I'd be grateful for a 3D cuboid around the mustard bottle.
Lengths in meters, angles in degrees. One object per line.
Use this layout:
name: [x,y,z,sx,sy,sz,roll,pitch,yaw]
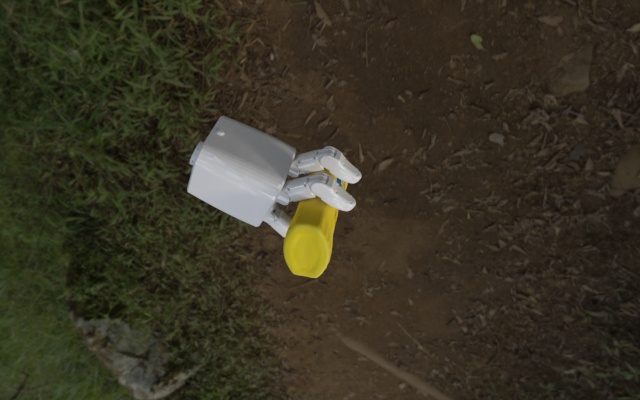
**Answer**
mustard bottle: [0.000,0.002,0.637,0.058,0.096,0.191,8,43,7]
